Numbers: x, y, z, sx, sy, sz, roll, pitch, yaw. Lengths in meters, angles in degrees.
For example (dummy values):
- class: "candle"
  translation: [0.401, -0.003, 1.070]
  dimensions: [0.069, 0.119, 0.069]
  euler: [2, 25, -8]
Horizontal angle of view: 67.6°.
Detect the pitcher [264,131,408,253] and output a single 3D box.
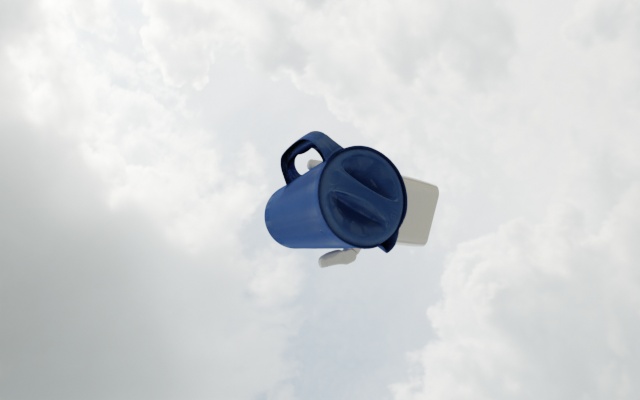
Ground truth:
- class: "pitcher"
  translation: [0.000, 0.002, 0.703]
  dimensions: [0.145, 0.149, 0.243]
  euler: [11, -13, -25]
